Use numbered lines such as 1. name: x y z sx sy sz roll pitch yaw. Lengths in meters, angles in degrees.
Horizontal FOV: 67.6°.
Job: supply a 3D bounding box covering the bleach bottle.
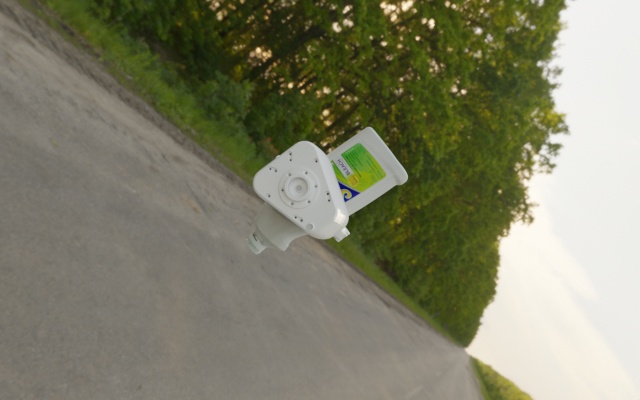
1. bleach bottle: 0.000 0.002 0.716 0.251 0.102 0.068 -37 -10 3
